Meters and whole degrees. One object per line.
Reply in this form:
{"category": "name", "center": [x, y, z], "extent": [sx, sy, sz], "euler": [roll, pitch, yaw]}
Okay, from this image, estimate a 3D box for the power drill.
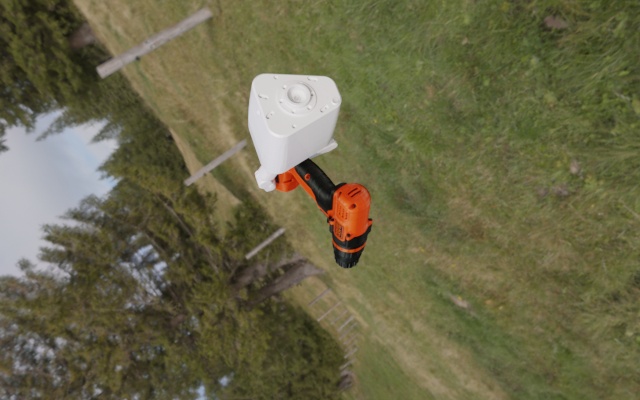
{"category": "power drill", "center": [0.000, 0.002, 0.724], "extent": [0.057, 0.185, 0.187], "euler": [-34, 61, -26]}
